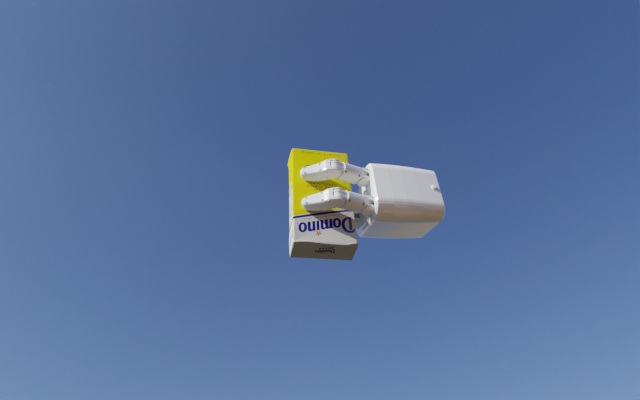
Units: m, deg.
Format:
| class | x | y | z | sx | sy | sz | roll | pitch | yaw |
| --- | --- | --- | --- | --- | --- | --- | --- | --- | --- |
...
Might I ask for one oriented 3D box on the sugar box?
| class | x | y | z | sx | sy | sz | roll | pitch | yaw |
| --- | --- | --- | --- | --- | --- | --- | --- | --- | --- |
| sugar box | 0.000 | 0.002 | 0.710 | 0.093 | 0.176 | 0.048 | 4 | -41 | -11 |
